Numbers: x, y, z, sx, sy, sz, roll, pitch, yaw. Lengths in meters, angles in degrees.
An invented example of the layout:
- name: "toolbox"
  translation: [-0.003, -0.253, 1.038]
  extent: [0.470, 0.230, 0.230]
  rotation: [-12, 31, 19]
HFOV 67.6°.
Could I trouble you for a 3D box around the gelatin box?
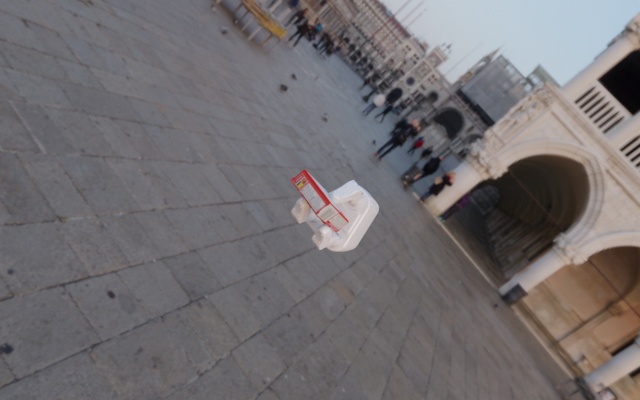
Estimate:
- name: "gelatin box"
  translation: [0.000, 0.002, 0.713]
  extent: [0.030, 0.073, 0.089]
  rotation: [-39, -29, 4]
